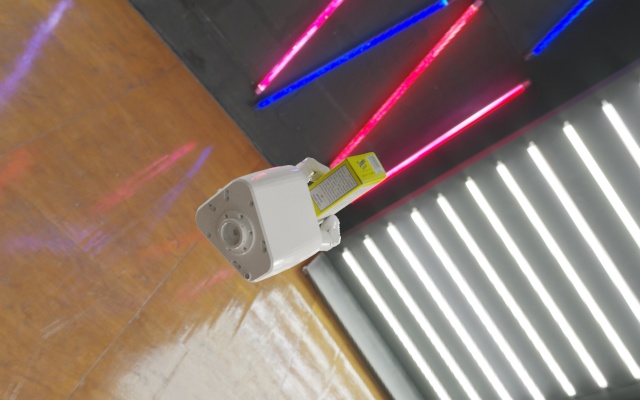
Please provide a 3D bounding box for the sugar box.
[{"bbox_3d":[0.000,0.002,0.654,0.176,0.048,0.093,-33,-8,28],"label":"sugar box"}]
